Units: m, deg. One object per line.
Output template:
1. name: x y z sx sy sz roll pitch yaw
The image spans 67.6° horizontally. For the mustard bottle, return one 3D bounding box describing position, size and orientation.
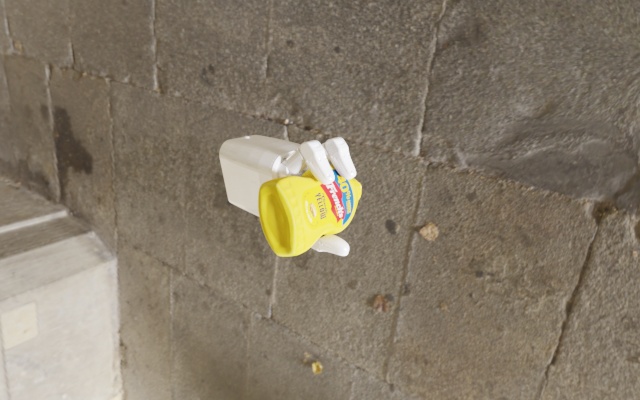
1. mustard bottle: 0.000 0.002 0.646 0.058 0.096 0.191 -9 8 37
